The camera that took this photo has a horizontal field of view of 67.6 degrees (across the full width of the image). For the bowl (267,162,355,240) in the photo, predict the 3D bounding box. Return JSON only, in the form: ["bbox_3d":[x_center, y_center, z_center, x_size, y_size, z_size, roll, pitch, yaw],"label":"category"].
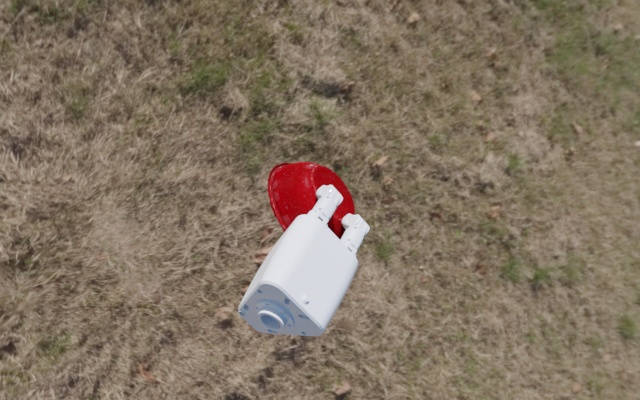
[{"bbox_3d":[0.000,0.001,0.693,0.055,0.162,0.162,-33,-18,29],"label":"bowl"}]
